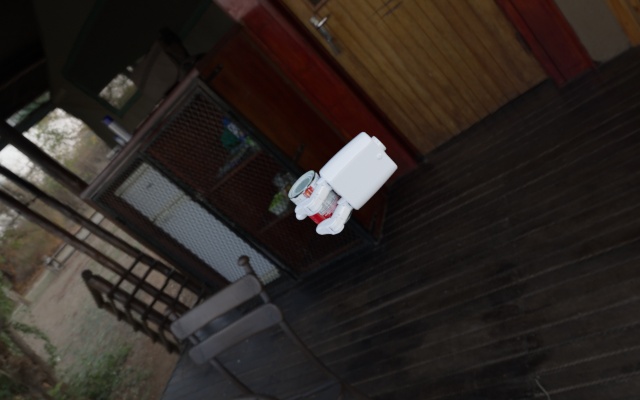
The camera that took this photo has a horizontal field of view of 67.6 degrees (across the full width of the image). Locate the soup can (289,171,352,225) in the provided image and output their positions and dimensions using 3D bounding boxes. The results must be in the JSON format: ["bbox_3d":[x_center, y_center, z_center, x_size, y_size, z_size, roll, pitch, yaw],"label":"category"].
[{"bbox_3d":[0.000,0.003,0.873,0.102,0.068,0.068,43,-18,-20],"label":"soup can"}]
